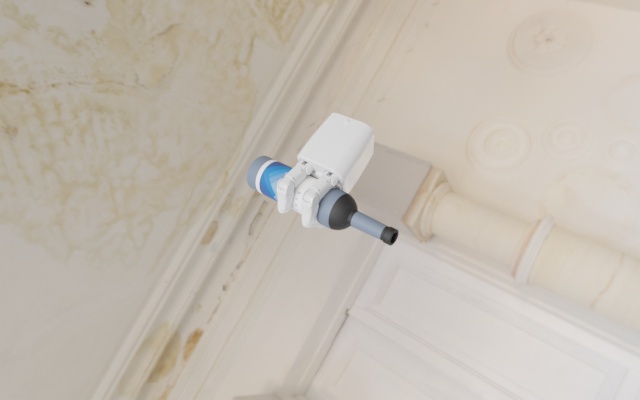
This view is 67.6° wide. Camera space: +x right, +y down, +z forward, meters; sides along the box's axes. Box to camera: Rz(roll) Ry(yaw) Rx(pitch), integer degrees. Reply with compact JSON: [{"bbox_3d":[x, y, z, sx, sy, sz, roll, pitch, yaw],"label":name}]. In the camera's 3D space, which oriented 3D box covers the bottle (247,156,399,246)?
[{"bbox_3d":[0.000,0.003,0.809,0.295,0.069,0.069,26,14,31],"label":"bottle"}]
